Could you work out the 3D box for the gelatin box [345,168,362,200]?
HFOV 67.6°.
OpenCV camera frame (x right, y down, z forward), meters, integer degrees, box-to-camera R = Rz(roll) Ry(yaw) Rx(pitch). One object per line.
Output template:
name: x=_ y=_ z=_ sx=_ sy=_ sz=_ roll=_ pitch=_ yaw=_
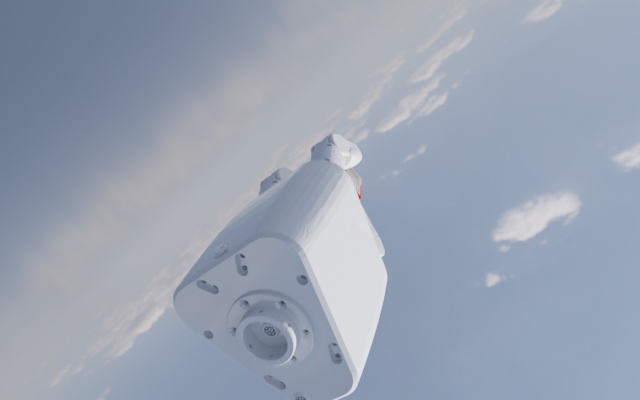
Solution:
gelatin box: x=0.000 y=0.002 z=0.425 sx=0.073 sy=0.030 sz=0.089 roll=-39 pitch=7 yaw=12
